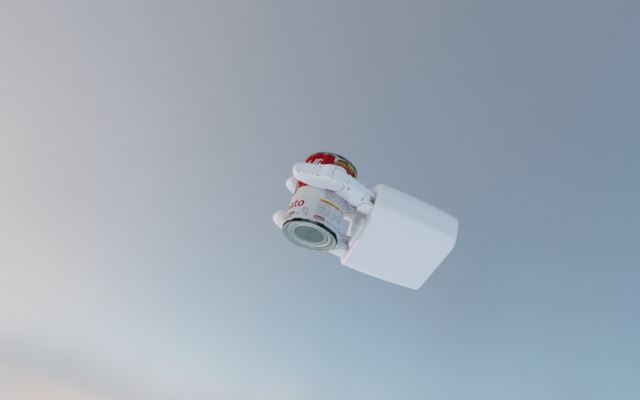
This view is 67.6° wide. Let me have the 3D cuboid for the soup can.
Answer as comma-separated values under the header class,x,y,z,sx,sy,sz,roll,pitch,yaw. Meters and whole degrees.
class,x,y,z,sx,sy,sz,roll,pitch,yaw
soup can,0.000,0.002,0.572,0.068,0.102,0.069,13,-33,8
